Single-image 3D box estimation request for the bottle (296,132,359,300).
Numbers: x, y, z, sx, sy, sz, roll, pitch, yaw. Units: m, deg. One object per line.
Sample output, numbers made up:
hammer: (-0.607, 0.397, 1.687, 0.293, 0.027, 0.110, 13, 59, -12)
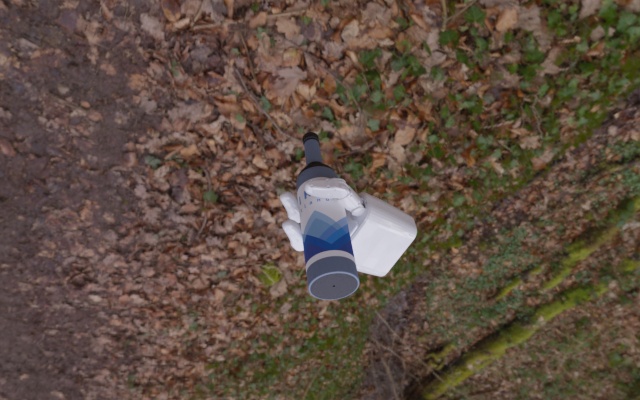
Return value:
bottle: (0.000, 0.002, 0.709, 0.069, 0.295, 0.069, -5, -42, -5)
